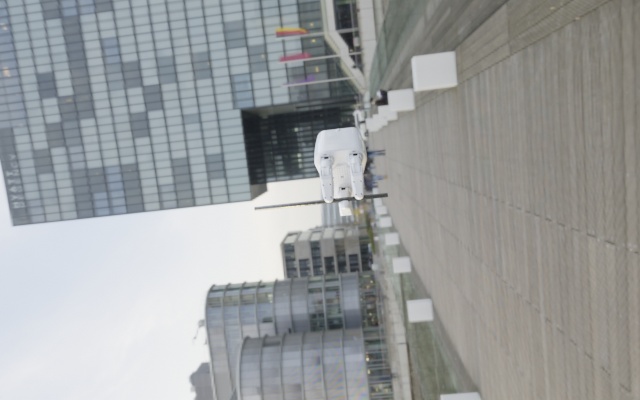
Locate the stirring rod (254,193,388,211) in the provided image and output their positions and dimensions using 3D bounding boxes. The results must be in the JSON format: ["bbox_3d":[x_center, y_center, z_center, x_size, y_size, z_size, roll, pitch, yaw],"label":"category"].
[{"bbox_3d":[0.000,0.003,0.856,0.239,0.011,0.011,-6,-1,4],"label":"stirring rod"}]
